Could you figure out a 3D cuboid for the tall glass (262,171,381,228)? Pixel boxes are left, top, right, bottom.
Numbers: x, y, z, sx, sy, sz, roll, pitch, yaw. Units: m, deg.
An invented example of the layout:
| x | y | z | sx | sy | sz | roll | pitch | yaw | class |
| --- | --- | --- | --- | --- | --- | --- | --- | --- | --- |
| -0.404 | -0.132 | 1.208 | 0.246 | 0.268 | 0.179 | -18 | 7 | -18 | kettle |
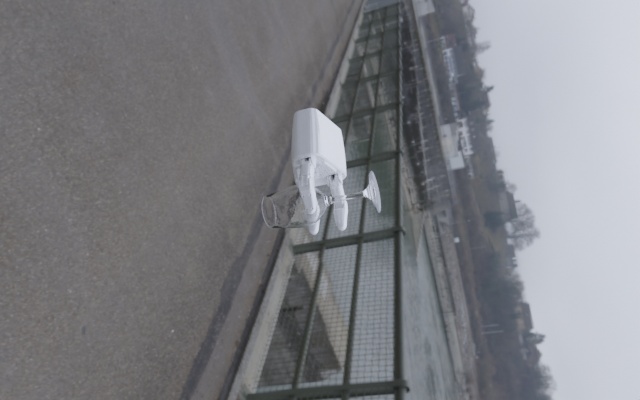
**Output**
| x | y | z | sx | sy | sz | roll | pitch | yaw | class |
| --- | --- | --- | --- | --- | --- | --- | --- | --- | --- |
| 0.001 | 0.003 | 0.842 | 0.201 | 0.079 | 0.079 | -11 | -3 | 16 | tall glass |
